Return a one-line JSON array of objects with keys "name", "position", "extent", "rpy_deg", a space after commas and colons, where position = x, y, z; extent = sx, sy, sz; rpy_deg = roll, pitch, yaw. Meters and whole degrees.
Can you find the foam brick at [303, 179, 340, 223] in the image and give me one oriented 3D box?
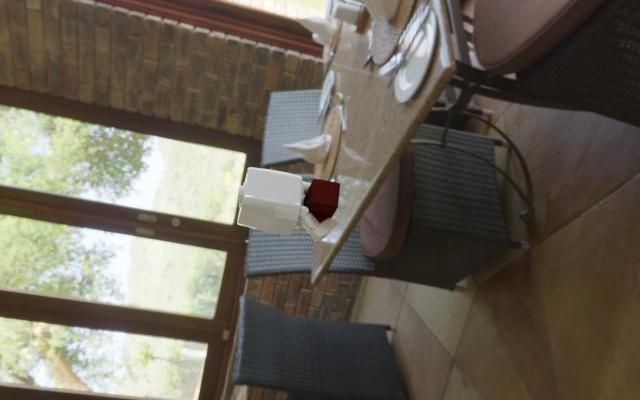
[{"name": "foam brick", "position": [0.000, 0.003, 0.896], "extent": [0.051, 0.053, 0.078], "rpy_deg": [12, -31, -11]}]
